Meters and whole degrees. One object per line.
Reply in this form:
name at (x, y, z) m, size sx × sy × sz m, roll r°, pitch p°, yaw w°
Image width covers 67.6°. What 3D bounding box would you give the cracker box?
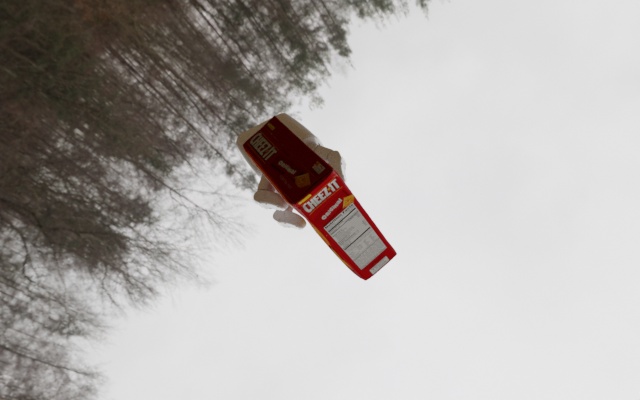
cracker box at (0.000, 0.002, 0.673) m, size 0.164 × 0.072 × 0.214 m, roll 46°, pitch -3°, yaw 45°
